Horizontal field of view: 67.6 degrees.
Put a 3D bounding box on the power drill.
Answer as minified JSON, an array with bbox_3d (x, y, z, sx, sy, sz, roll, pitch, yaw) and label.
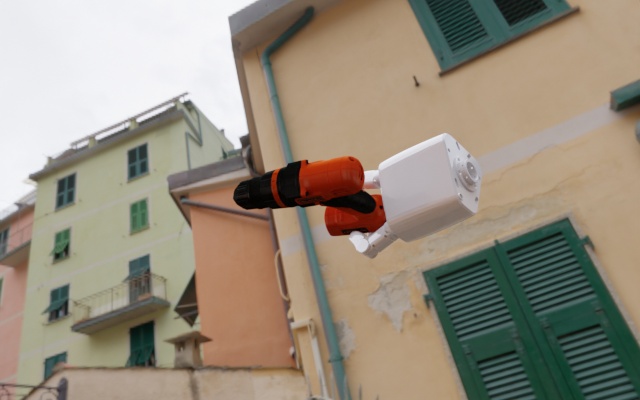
[{"bbox_3d":[0.001,0.002,0.656,0.184,0.057,0.188,-8,-19,28],"label":"power drill"}]
